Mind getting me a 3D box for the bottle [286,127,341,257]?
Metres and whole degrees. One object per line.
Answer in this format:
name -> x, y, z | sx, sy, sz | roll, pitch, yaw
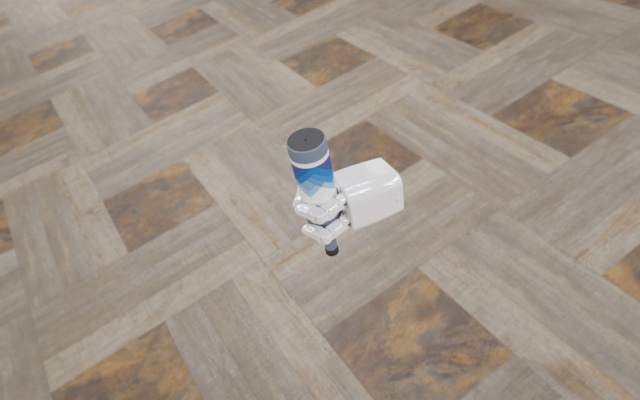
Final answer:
bottle -> 0.000, 0.003, 0.877 | 0.069, 0.069, 0.296 | 0, -44, 13
